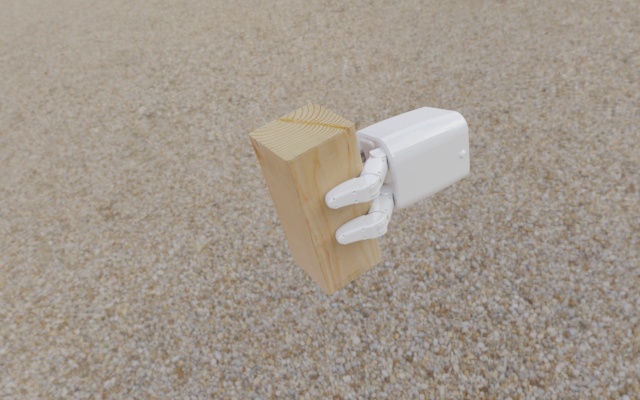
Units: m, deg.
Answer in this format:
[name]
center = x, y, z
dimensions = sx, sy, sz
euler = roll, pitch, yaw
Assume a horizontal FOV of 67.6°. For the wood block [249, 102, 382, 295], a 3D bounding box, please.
[wood block]
center = 0.000, 0.001, 0.578
dimensions = 0.090, 0.206, 0.090
euler = -30, 39, -19
